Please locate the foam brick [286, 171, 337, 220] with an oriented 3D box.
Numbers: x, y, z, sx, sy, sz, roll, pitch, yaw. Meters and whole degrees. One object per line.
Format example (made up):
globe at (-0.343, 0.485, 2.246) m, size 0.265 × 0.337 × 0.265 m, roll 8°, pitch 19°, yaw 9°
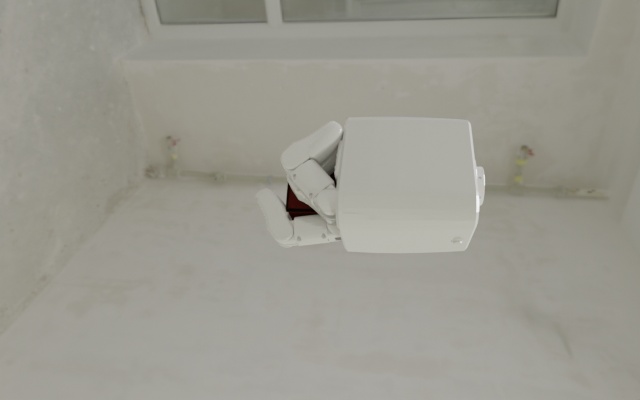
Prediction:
foam brick at (0.000, 0.002, 0.470) m, size 0.051 × 0.053 × 0.078 m, roll -1°, pitch -22°, yaw 9°
